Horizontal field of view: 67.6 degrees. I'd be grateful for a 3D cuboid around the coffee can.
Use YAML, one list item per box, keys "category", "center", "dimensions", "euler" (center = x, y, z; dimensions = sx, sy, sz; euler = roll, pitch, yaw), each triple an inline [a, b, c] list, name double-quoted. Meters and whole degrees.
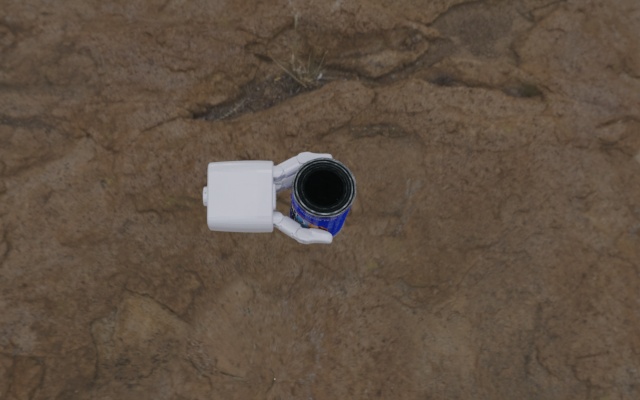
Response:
- category: "coffee can"
  center: [0.000, 0.003, 0.812]
  dimensions: [0.103, 0.102, 0.140]
  euler: [0, -20, -5]
